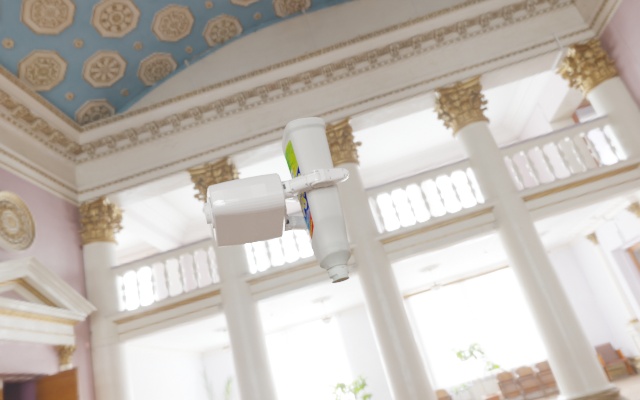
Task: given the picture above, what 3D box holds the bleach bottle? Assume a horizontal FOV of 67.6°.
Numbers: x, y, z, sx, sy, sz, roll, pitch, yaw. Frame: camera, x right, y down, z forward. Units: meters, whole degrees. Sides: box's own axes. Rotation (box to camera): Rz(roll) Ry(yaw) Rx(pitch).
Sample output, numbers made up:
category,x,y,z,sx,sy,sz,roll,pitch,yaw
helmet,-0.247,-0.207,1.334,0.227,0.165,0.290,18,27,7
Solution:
category,x,y,z,sx,sy,sz,roll,pitch,yaw
bleach bottle,0.000,0.002,0.745,0.068,0.250,0.103,-10,-21,-16
